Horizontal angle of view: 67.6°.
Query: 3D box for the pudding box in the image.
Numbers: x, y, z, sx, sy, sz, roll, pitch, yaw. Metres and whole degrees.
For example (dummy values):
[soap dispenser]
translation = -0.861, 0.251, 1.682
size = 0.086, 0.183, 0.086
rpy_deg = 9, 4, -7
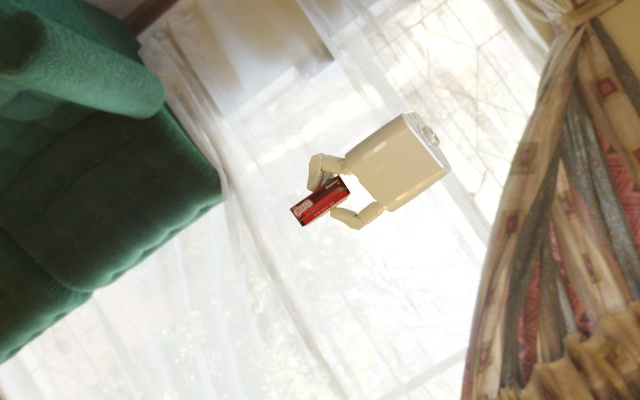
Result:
[pudding box]
translation = 0.000, 0.003, 0.744
size = 0.090, 0.039, 0.113
rpy_deg = -34, -4, -1
